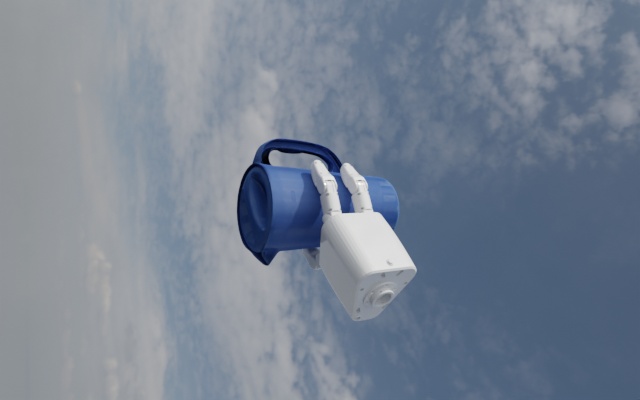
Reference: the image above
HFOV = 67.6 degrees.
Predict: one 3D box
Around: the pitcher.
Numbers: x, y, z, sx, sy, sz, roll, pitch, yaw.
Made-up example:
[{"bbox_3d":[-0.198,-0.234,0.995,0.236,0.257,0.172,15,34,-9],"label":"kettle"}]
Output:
[{"bbox_3d":[0.000,0.003,0.752,0.243,0.149,0.145,0,39,-31],"label":"pitcher"}]
